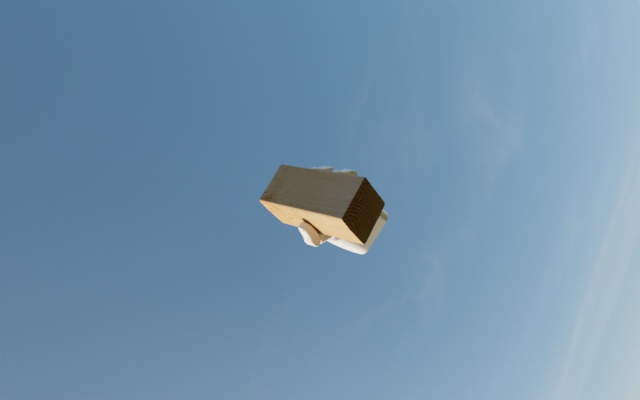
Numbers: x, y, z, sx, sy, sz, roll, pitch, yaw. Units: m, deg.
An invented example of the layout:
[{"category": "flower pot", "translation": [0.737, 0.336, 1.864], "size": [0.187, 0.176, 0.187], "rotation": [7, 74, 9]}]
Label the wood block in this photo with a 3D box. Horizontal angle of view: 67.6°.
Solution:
[{"category": "wood block", "translation": [0.000, 0.003, 0.884], "size": [0.206, 0.090, 0.090], "rotation": [11, -26, 41]}]
